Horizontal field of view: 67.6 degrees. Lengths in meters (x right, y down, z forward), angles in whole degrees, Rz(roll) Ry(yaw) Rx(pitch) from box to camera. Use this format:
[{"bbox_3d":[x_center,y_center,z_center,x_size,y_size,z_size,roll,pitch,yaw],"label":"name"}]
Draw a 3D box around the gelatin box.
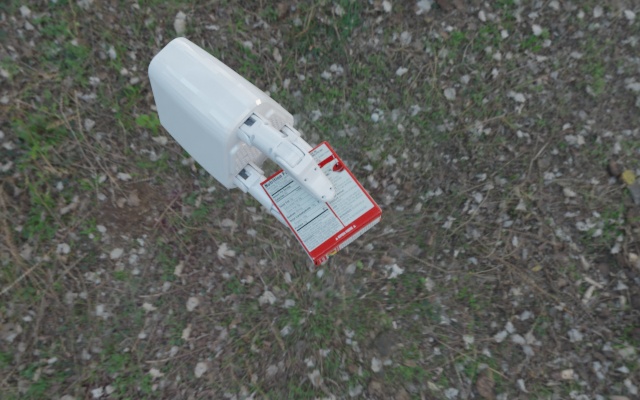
[{"bbox_3d":[0.000,0.002,0.429,0.073,0.089,0.030,-35,-19,-6],"label":"gelatin box"}]
